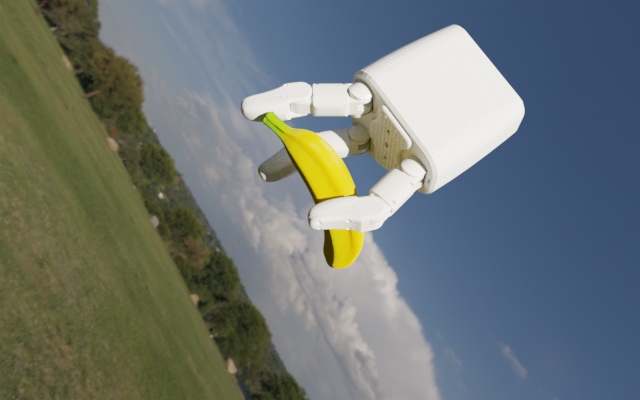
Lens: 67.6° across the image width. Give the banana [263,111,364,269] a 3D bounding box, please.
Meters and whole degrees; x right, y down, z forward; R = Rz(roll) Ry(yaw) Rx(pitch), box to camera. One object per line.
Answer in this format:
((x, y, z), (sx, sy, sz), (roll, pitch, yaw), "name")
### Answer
((0.009, 0.008, 0.427), (0.037, 0.198, 0.069), (-34, 43, -16), "banana")
